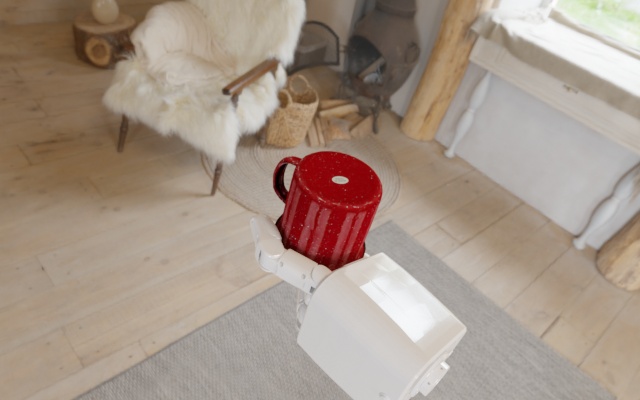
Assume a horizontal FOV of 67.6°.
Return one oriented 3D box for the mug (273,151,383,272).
[{"bbox_3d":[-0.001,0.000,0.449,0.117,0.082,0.093,40,45,25],"label":"mug"}]
